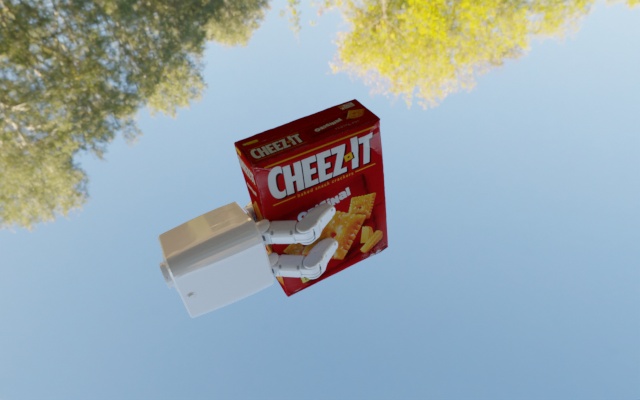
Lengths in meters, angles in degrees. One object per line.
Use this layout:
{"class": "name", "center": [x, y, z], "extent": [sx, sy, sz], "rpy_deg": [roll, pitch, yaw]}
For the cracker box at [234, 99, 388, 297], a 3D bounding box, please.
{"class": "cracker box", "center": [0.000, 0.002, 0.609], "extent": [0.164, 0.214, 0.072], "rpy_deg": [-23, 41, -16]}
